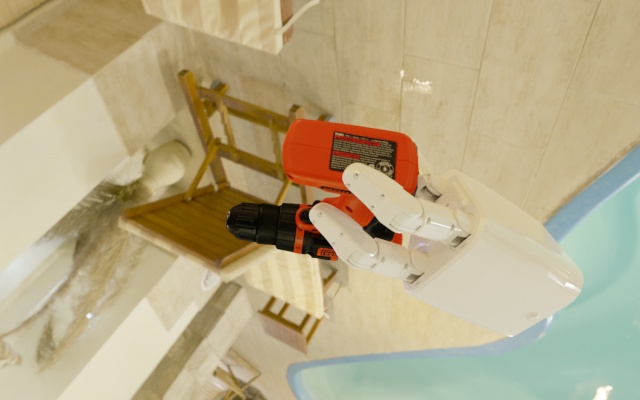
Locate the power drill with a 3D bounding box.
[{"bbox_3d":[0.000,0.001,0.438,0.184,0.057,0.188,6,-25,-3],"label":"power drill"}]
